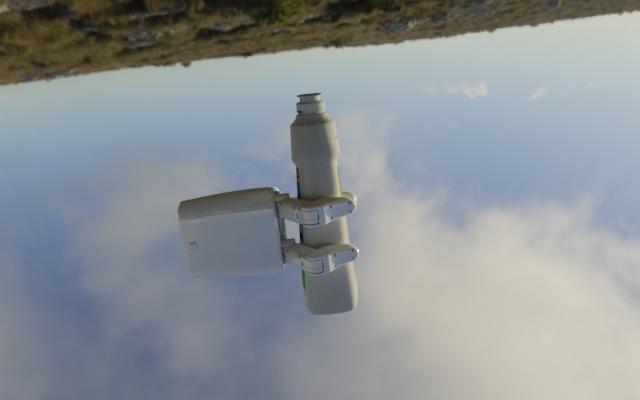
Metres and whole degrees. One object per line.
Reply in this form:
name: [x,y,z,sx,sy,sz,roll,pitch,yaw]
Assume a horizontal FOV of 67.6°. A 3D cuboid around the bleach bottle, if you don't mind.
bleach bottle: [0.000,0.002,0.560,0.068,0.251,0.102,-7,18,-2]
